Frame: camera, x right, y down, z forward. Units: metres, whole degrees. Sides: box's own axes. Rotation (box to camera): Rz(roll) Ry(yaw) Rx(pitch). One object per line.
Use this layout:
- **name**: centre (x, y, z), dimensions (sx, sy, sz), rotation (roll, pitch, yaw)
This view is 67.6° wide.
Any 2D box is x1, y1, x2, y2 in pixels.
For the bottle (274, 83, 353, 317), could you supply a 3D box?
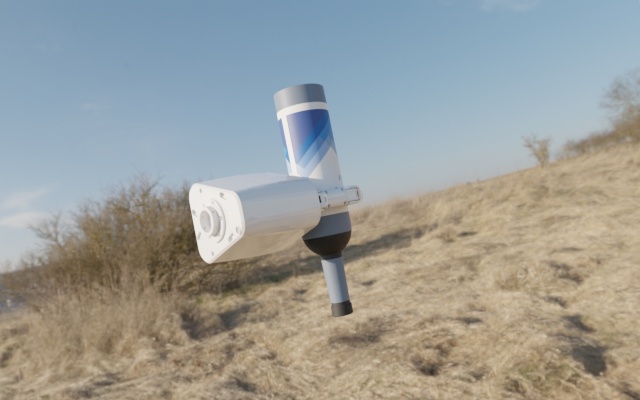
- **bottle**: centre (0.000, 0.002, 0.619), dimensions (0.069, 0.295, 0.069), rotation (-11, -2, 0)
